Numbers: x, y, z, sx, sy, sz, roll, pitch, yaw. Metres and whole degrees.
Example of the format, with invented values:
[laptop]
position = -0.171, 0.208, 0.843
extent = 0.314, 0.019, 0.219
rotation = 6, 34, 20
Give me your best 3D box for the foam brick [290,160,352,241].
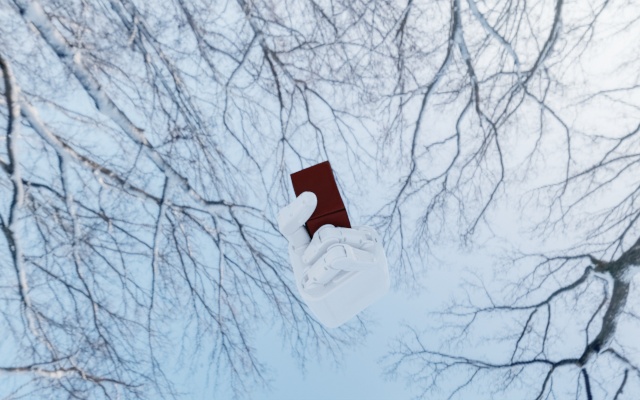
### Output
[foam brick]
position = 0.000, 0.002, 0.578
extent = 0.053, 0.078, 0.051
rotation = -18, -37, 2
